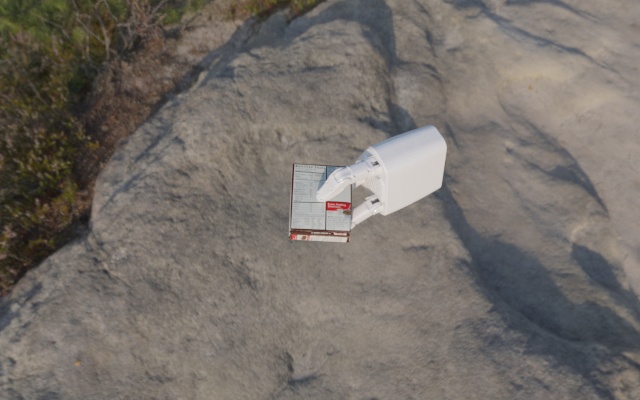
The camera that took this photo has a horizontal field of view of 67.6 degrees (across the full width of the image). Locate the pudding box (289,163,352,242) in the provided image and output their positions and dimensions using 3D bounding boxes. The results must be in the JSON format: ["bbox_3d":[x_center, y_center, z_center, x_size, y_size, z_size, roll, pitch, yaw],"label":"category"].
[{"bbox_3d":[0.000,0.002,0.699,0.090,0.113,0.039,3,-28,-2],"label":"pudding box"}]
